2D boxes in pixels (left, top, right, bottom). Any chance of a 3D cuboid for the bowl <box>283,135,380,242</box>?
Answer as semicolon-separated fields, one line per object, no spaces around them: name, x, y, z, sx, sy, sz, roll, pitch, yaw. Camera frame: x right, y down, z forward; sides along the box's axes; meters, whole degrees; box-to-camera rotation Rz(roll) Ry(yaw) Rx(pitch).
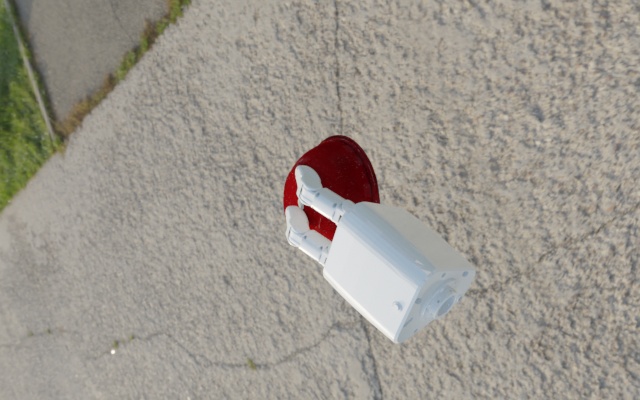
bowl;-0.001;0.001;0.575;0.055;0.162;0.162;-4;2;-32
